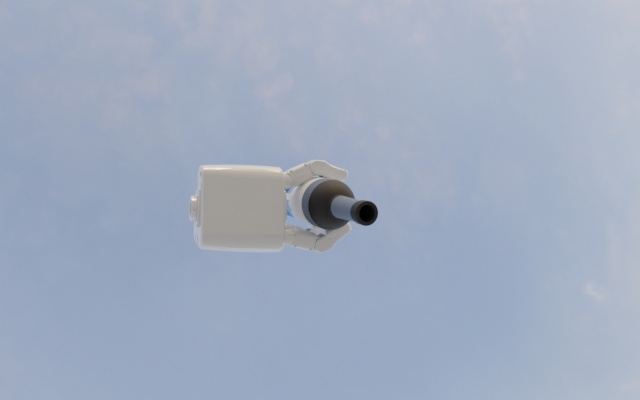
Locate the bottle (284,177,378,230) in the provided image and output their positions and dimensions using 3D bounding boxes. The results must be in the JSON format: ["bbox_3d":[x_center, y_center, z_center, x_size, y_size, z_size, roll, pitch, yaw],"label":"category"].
[{"bbox_3d":[0.000,0.002,0.652,0.069,0.069,0.295,0,5,-20],"label":"bottle"}]
